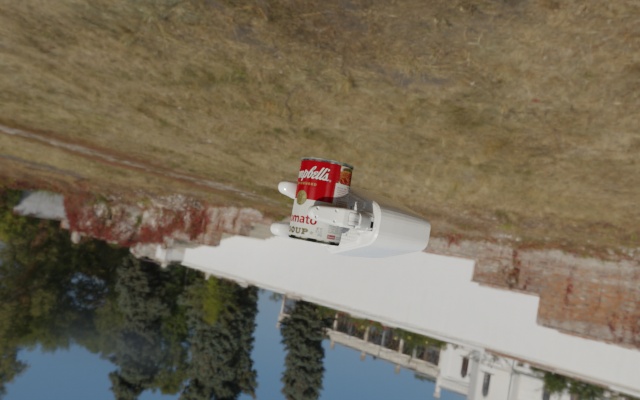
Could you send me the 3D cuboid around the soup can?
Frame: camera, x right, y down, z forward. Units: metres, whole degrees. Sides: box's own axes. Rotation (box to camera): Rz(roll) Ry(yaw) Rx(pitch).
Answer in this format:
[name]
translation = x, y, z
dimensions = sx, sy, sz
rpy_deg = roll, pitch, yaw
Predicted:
[soup can]
translation = 0.000, 0.002, 0.605
dimensions = 0.068, 0.102, 0.068
rpy_deg = 10, -3, 1
